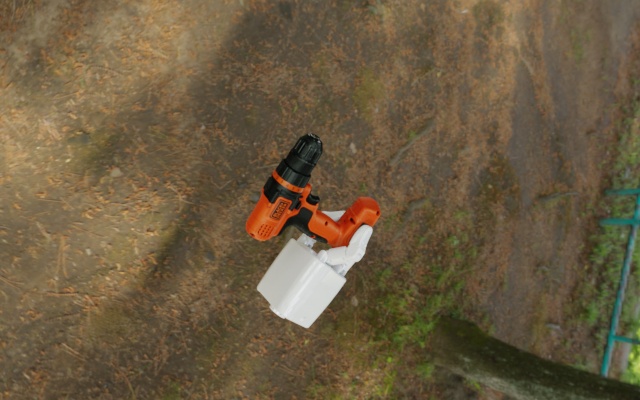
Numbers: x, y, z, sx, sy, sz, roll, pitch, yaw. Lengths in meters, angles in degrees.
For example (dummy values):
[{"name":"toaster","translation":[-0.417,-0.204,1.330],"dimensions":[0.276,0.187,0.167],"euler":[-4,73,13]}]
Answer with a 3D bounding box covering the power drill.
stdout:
[{"name":"power drill","translation":[0.000,0.003,0.746],"dimensions":[0.188,0.184,0.057],"euler":[23,23,-29]}]
